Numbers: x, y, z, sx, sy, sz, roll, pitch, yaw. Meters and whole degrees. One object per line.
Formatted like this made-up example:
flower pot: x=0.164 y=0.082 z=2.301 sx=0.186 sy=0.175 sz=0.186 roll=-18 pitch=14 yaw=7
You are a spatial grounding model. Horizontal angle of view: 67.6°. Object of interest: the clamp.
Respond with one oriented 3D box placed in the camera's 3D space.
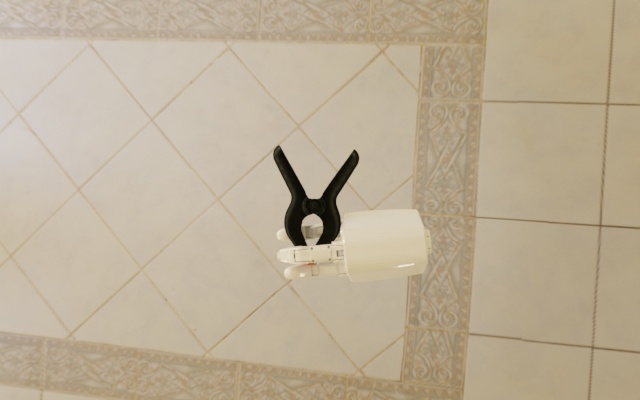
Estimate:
clamp: x=0.000 y=0.002 z=0.667 sx=0.120 sy=0.171 sz=0.039 roll=-6 pitch=-2 yaw=5
